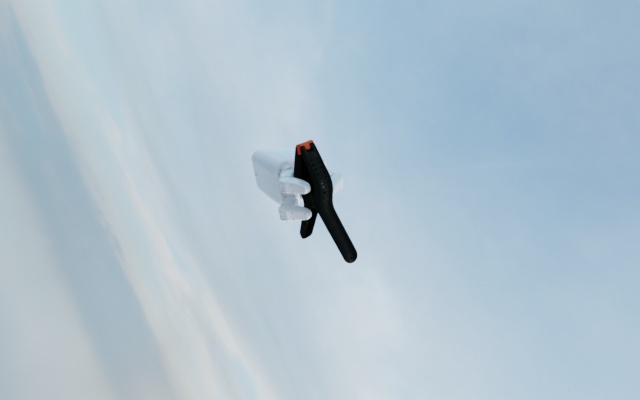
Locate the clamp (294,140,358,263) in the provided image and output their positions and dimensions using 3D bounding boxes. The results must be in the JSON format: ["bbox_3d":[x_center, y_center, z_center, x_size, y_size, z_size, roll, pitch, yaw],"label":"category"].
[{"bbox_3d":[0.001,0.002,0.817,0.036,0.210,0.164,-24,31,-28],"label":"clamp"}]
